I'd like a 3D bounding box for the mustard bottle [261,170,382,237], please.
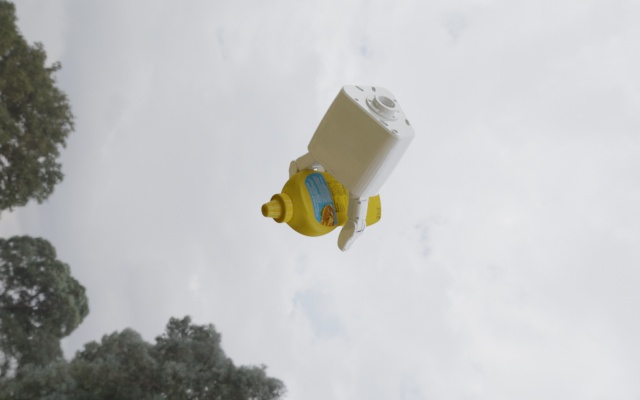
[{"bbox_3d":[0.000,0.002,0.687,0.191,0.096,0.058,-8,-12,-39],"label":"mustard bottle"}]
